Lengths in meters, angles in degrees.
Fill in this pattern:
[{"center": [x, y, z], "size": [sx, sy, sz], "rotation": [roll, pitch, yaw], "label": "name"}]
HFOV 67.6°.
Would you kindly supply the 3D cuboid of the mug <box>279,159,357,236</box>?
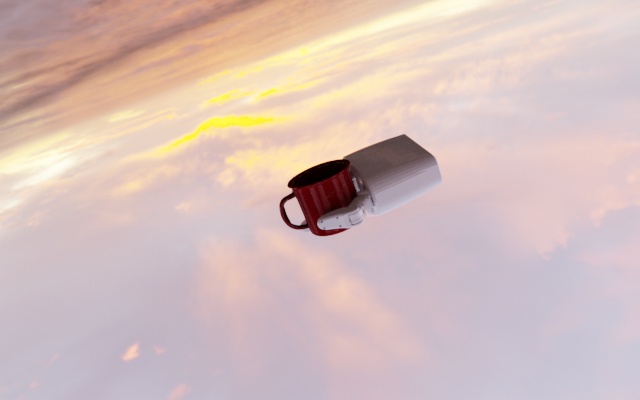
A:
[{"center": [-0.001, 0.003, 0.669], "size": [0.117, 0.081, 0.093], "rotation": [-24, 18, -9], "label": "mug"}]
